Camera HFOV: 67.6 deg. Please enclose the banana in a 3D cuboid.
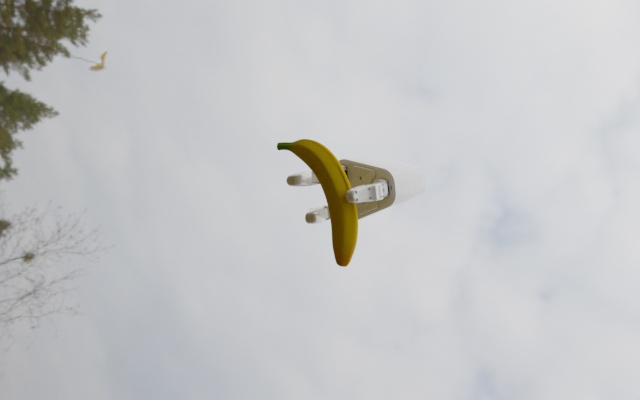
[{"bbox_3d":[0.012,-0.010,0.653,0.070,0.197,0.037,-34,-13,32],"label":"banana"}]
